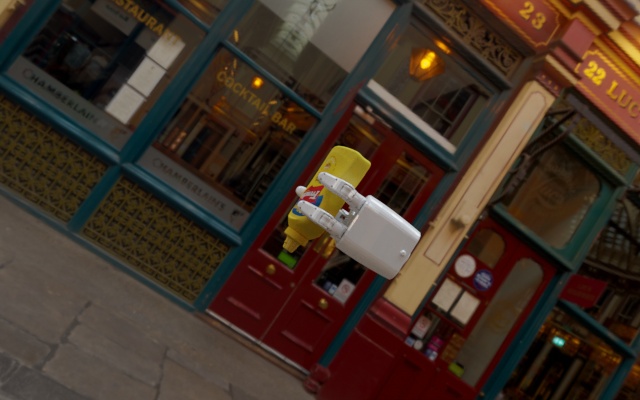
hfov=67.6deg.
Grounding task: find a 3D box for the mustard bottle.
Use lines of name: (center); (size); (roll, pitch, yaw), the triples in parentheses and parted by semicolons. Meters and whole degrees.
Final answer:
mustard bottle: (0.000, 0.002, 0.786); (0.058, 0.191, 0.096); (37, -6, -27)
